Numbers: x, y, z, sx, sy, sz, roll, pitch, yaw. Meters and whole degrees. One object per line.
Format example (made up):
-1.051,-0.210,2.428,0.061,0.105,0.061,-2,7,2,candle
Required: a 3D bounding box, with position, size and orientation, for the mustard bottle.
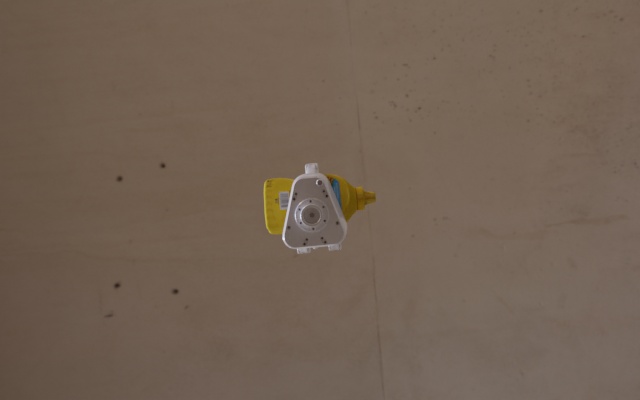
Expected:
0.000,0.003,0.834,0.191,0.096,0.058,-5,-21,2,mustard bottle
